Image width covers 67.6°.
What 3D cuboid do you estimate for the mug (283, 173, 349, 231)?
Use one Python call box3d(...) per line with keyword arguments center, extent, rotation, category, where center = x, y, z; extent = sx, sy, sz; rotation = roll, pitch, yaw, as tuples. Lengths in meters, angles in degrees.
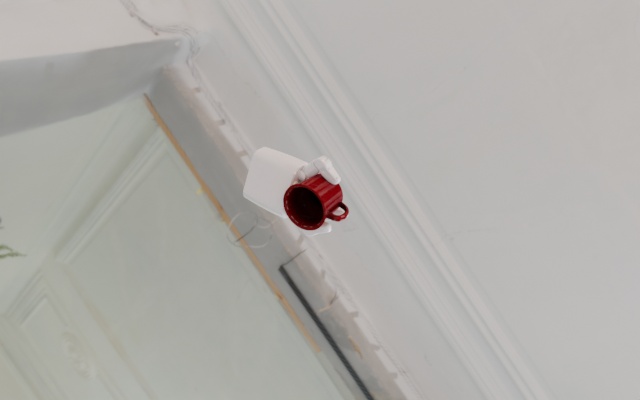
box3d(center=(0.001, 0.003, 0.898), extent=(0.117, 0.093, 0.081), rotation=(25, 34, 22), category="mug")
